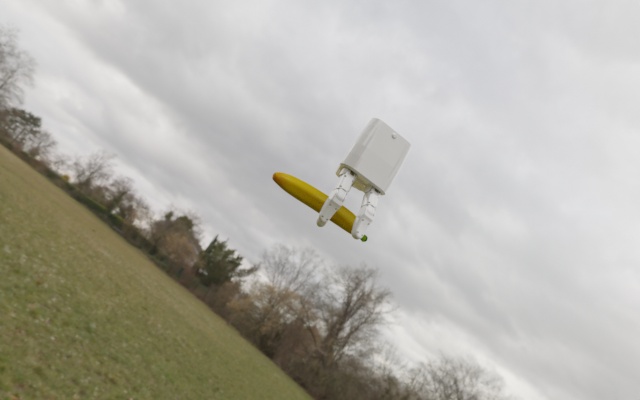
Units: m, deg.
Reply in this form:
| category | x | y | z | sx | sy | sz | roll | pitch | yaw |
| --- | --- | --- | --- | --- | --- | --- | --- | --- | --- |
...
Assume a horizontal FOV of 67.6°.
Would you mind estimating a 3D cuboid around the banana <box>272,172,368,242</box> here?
| category | x | y | z | sx | sy | sz | roll | pitch | yaw |
| --- | --- | --- | --- | --- | --- | --- | --- | --- | --- |
| banana | 0.004 | 0.006 | 0.848 | 0.198 | 0.037 | 0.069 | 33 | -2 | 5 |
